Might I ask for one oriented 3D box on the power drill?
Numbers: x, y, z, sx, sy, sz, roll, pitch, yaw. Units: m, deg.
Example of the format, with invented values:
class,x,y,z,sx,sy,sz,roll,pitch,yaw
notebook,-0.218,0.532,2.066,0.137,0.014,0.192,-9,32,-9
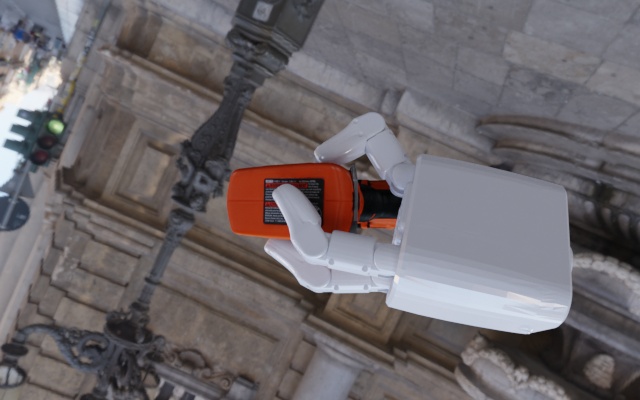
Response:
class,x,y,z,sx,sy,sz,roll,pitch,yaw
power drill,0.000,0.001,0.439,0.184,0.057,0.187,-2,-1,27
